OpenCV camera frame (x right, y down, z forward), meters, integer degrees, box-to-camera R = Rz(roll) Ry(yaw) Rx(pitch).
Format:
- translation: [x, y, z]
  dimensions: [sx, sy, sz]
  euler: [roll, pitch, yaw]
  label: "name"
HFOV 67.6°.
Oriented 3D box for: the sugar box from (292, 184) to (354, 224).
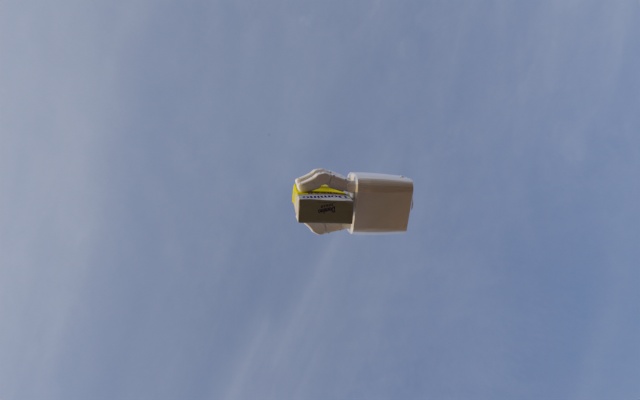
- translation: [0.000, 0.002, 0.855]
  dimensions: [0.093, 0.048, 0.176]
  euler: [2, 8, -7]
  label: "sugar box"
